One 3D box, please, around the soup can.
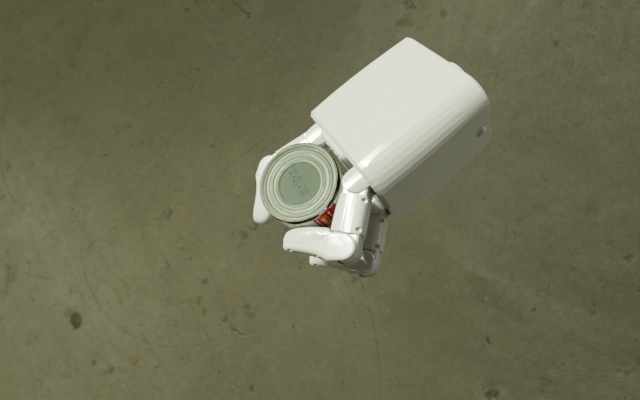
[{"bbox_3d":[0.000,0.001,0.407,0.068,0.068,0.102,0,-18,21],"label":"soup can"}]
